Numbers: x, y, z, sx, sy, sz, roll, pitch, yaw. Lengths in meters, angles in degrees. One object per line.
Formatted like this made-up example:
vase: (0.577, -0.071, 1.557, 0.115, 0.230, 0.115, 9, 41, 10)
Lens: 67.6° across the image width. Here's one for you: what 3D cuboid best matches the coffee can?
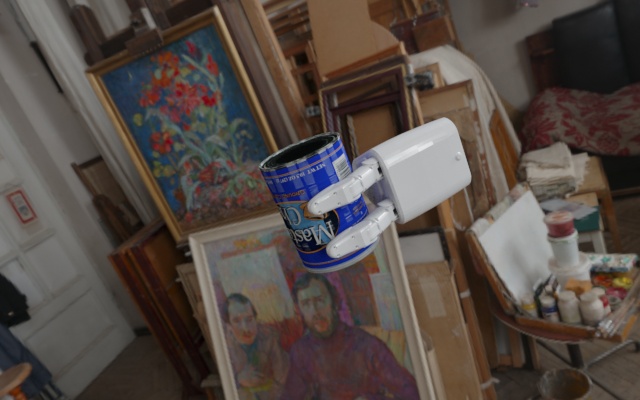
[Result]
coffee can: (0.000, 0.002, 0.580, 0.103, 0.140, 0.102, -21, 18, 7)
